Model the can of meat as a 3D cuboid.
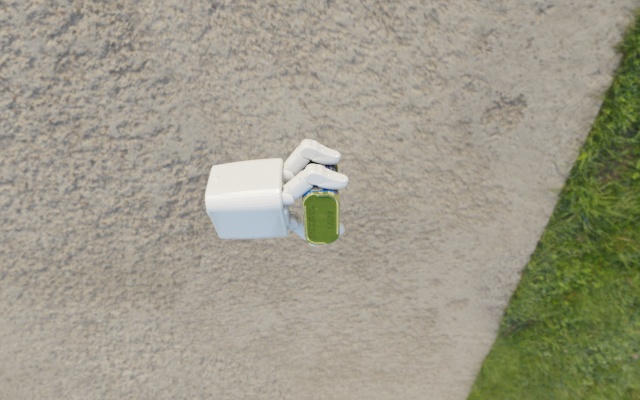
[{"bbox_3d":[0.000,0.003,0.703,0.057,0.102,0.083,-3,39,0],"label":"can of meat"}]
